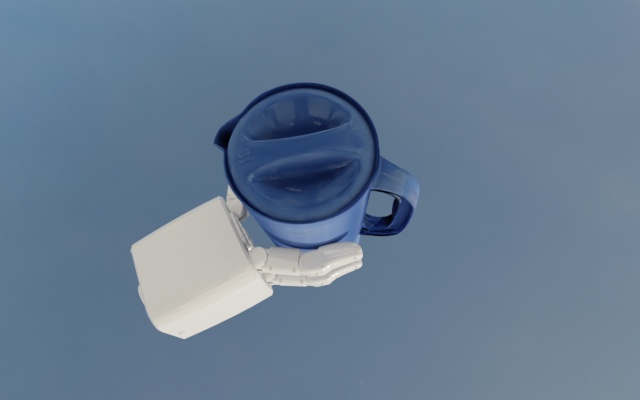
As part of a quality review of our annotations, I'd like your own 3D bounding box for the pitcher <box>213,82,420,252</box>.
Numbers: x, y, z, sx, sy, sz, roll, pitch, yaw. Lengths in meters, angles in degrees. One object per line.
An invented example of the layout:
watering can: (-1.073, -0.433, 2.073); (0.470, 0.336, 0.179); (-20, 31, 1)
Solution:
pitcher: (0.000, 0.002, 0.503); (0.145, 0.149, 0.243); (-28, -20, -7)
